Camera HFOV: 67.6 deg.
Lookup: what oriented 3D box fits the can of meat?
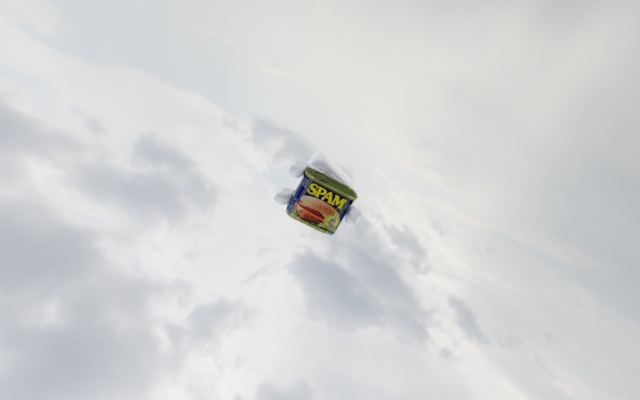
[{"bbox_3d":[0.000,0.003,0.837,0.102,0.084,0.057,27,17,-10],"label":"can of meat"}]
